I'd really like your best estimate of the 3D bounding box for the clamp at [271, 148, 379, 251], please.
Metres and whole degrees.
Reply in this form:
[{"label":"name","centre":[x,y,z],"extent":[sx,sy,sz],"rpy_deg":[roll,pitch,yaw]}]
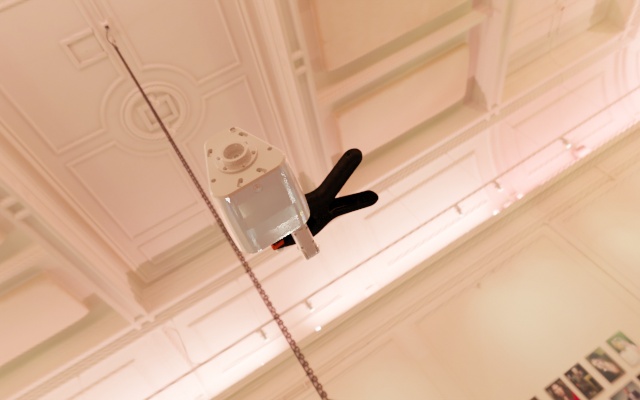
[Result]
[{"label":"clamp","centre":[0.000,0.002,0.637],"extent":[0.171,0.120,0.039],"rpy_deg":[-31,48,-11]}]
